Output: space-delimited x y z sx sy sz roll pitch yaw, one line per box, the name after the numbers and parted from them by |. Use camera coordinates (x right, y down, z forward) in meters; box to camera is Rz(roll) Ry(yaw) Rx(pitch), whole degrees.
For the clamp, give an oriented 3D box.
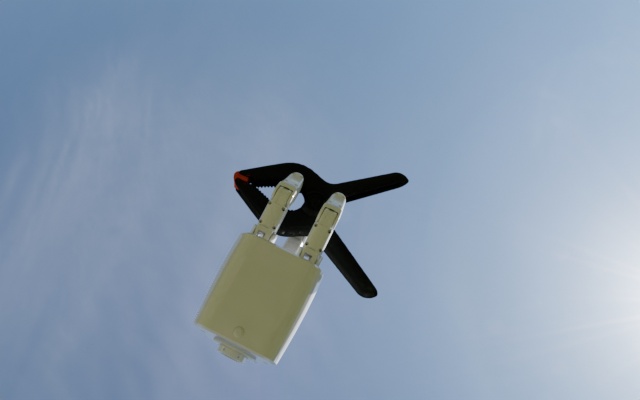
-0.001 0.002 0.575 0.210 0.164 0.036 26 -25 3 | clamp
